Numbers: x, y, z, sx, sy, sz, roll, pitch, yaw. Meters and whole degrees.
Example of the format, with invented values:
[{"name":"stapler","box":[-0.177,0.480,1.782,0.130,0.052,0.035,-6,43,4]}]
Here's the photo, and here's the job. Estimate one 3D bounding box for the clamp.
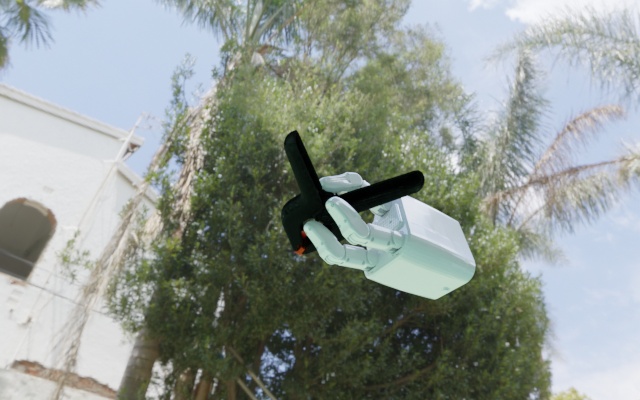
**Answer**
[{"name":"clamp","box":[0.000,0.002,0.583,0.164,0.036,0.210,22,-41,-19]}]
